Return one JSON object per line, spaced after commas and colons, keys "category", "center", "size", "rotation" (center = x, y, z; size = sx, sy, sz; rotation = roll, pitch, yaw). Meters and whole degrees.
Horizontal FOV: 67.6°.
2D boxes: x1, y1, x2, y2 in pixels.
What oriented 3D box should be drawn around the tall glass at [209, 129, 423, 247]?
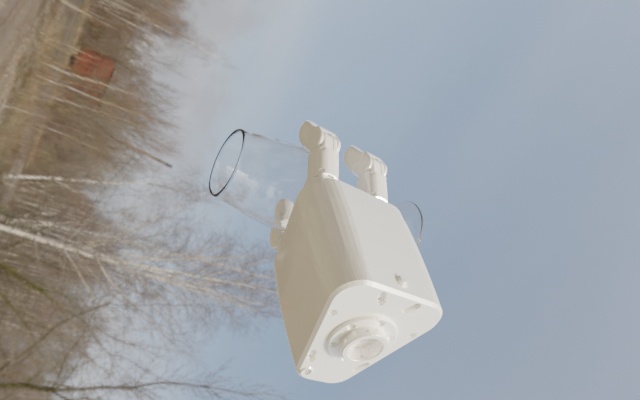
{"category": "tall glass", "center": [0.001, 0.002, 0.451], "size": [0.201, 0.079, 0.079], "rotation": [23, -12, -29]}
